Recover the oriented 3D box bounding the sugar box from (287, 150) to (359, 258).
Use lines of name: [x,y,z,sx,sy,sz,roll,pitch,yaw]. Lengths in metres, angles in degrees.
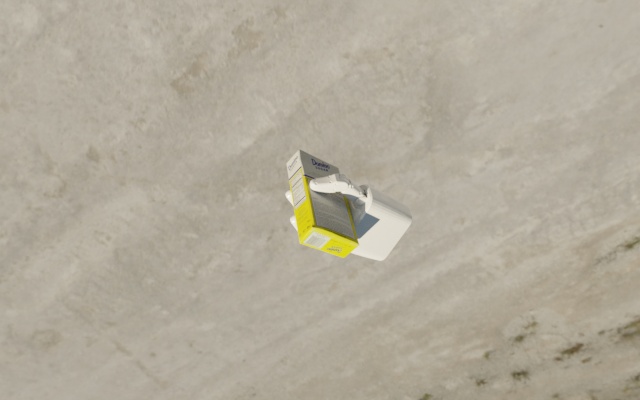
sugar box: [0.000,0.003,0.785,0.093,0.176,0.048,23,-55,-33]
